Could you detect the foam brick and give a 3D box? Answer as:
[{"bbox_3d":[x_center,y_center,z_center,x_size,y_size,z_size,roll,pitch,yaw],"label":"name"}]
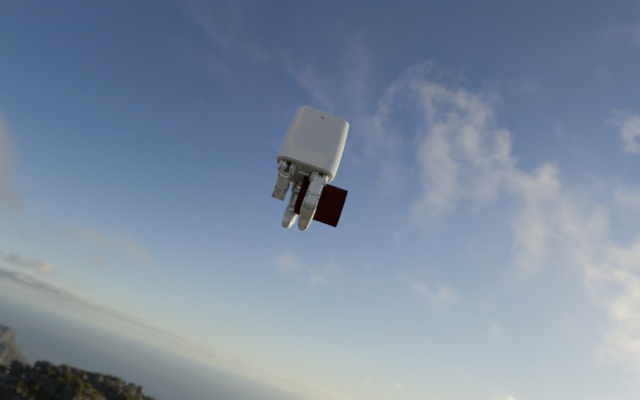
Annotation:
[{"bbox_3d":[0.000,0.003,0.788,0.078,0.051,0.053,19,-22,0],"label":"foam brick"}]
